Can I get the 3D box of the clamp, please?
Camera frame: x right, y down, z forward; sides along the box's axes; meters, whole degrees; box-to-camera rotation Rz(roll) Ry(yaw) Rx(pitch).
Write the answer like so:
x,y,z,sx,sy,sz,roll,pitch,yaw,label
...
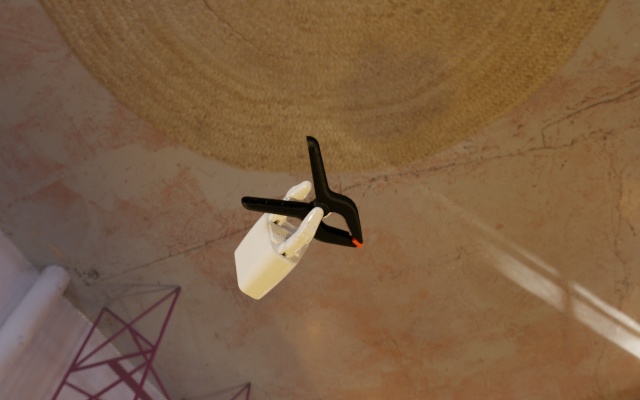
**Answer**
x,y,z,sx,sy,sz,roll,pitch,yaw,label
0.000,0.003,0.777,0.210,0.165,0.036,34,25,-19,clamp
